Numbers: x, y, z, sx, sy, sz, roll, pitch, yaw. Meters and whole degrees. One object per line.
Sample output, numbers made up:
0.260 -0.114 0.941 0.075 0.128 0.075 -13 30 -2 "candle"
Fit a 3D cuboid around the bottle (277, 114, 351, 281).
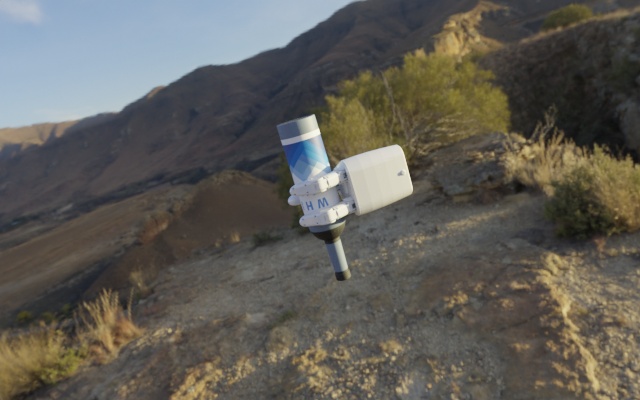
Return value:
0.000 0.003 0.831 0.069 0.296 0.069 -16 13 4 "bottle"
